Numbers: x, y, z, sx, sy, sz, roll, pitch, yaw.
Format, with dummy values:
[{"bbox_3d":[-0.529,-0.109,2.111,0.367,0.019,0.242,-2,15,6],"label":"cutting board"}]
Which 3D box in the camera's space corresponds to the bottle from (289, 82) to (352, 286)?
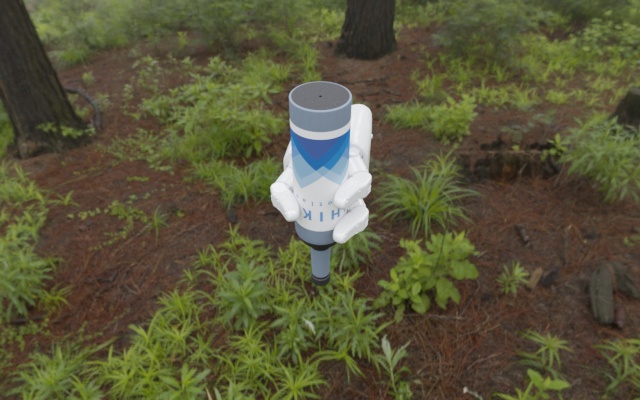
[{"bbox_3d":[0.000,0.002,0.596,0.069,0.296,0.069,0,41,0],"label":"bottle"}]
